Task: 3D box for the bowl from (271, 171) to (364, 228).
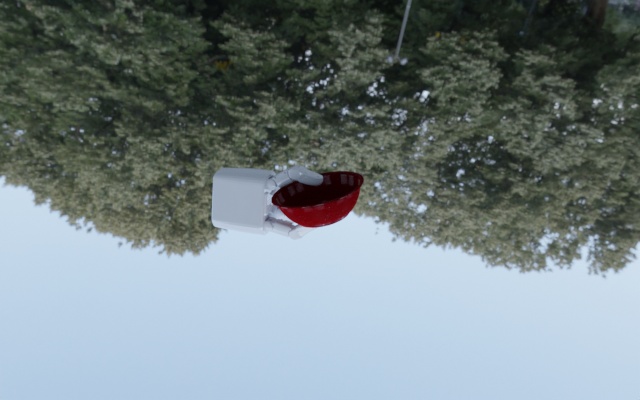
[{"bbox_3d":[0.001,0.003,0.818,0.162,0.055,0.162,-12,20,5],"label":"bowl"}]
